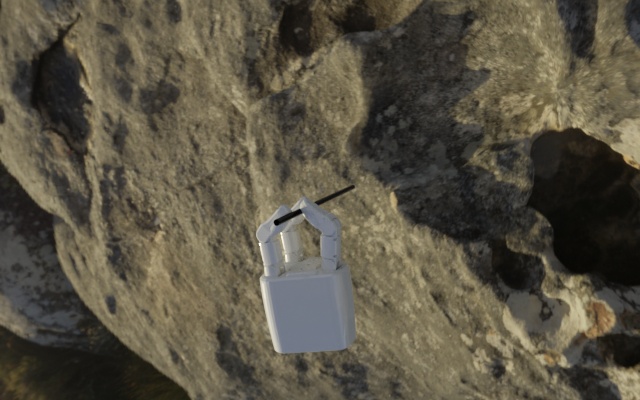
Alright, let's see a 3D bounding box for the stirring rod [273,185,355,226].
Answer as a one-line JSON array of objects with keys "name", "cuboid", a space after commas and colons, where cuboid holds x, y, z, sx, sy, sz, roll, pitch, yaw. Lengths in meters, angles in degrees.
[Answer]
[{"name": "stirring rod", "cuboid": [0.000, 0.002, 0.671, 0.011, 0.011, 0.239, 0, 12, 26]}]
